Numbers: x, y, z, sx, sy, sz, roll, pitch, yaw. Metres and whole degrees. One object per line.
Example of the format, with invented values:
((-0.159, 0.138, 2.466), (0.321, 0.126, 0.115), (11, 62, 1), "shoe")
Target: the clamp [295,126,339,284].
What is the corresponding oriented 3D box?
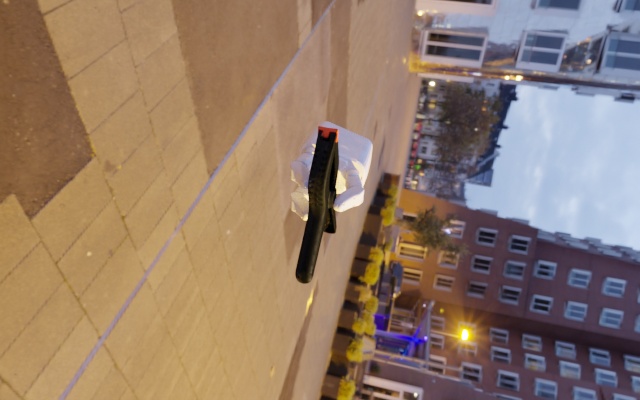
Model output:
((0.001, 0.002, 0.675), (0.036, 0.210, 0.164), (10, 33, 11), "clamp")
